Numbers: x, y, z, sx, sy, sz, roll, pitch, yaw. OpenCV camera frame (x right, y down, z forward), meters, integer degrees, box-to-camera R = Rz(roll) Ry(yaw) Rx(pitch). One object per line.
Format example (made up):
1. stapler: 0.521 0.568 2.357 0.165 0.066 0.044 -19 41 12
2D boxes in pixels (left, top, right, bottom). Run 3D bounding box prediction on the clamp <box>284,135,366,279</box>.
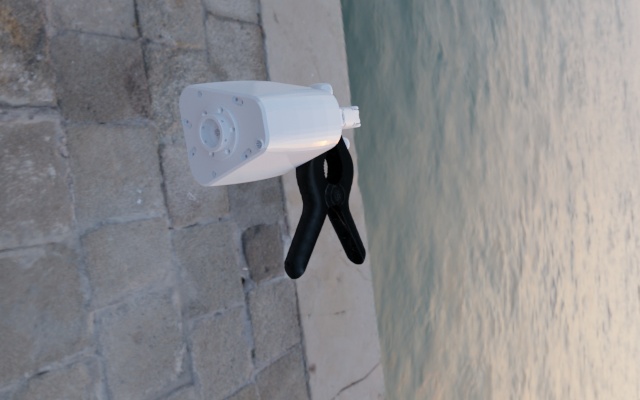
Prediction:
1. clamp: 0.001 0.002 0.517 0.039 0.171 0.120 -4 9 37
